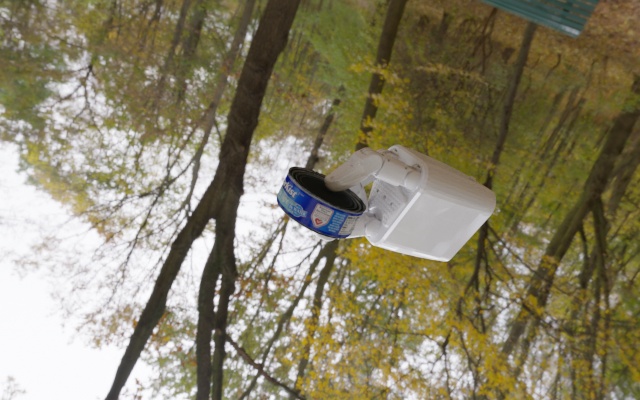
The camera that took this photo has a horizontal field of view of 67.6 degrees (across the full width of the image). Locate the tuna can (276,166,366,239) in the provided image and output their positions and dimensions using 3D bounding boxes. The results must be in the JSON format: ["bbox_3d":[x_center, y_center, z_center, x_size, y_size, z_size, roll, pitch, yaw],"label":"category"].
[{"bbox_3d":[0.000,0.002,0.475,0.086,0.034,0.086,25,17,-8],"label":"tuna can"}]
